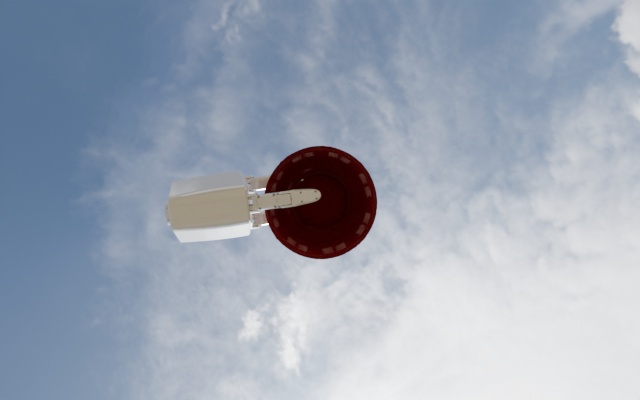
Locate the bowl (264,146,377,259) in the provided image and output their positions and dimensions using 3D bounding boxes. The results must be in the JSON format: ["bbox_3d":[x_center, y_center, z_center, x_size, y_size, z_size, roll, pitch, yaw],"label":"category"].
[{"bbox_3d":[0.001,0.002,0.702,0.162,0.162,0.055,0,3,0],"label":"bowl"}]
